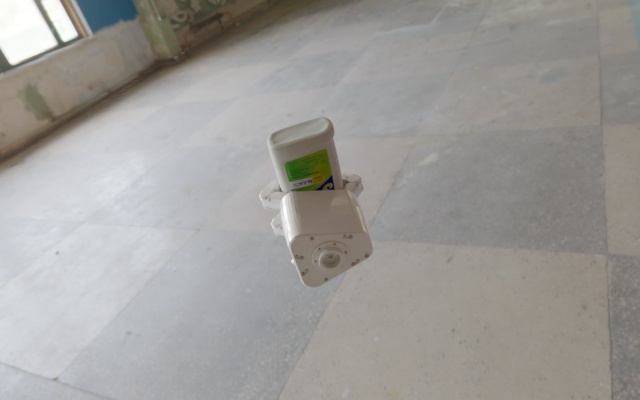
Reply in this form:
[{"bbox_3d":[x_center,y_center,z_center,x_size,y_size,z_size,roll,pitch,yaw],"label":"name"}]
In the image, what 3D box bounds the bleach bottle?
[{"bbox_3d":[0.000,0.002,0.749,0.102,0.251,0.068,-17,32,1],"label":"bleach bottle"}]
